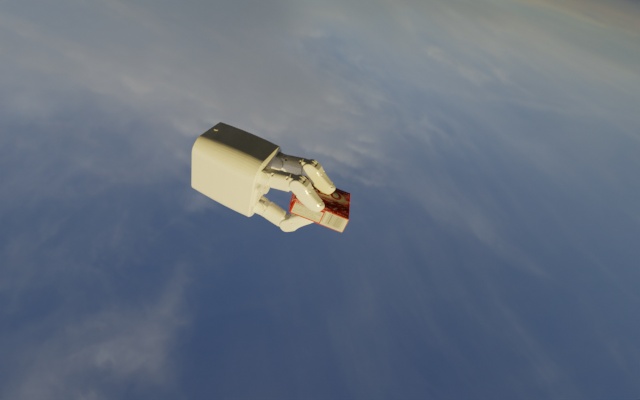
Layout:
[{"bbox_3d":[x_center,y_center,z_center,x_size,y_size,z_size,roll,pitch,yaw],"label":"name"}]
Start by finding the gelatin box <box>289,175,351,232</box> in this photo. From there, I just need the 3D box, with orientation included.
[{"bbox_3d":[0.000,0.003,0.725,0.089,0.030,0.073,22,32,-8],"label":"gelatin box"}]
